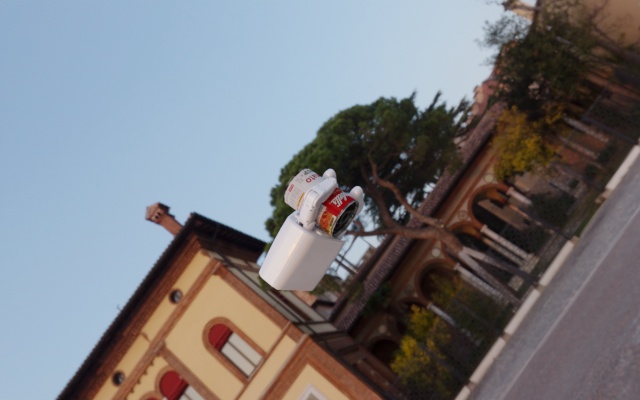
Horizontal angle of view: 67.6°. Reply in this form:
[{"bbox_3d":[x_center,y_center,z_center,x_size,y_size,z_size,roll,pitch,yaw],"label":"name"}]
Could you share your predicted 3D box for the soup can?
[{"bbox_3d":[0.000,0.002,0.753,0.102,0.068,0.068,35,13,20],"label":"soup can"}]
